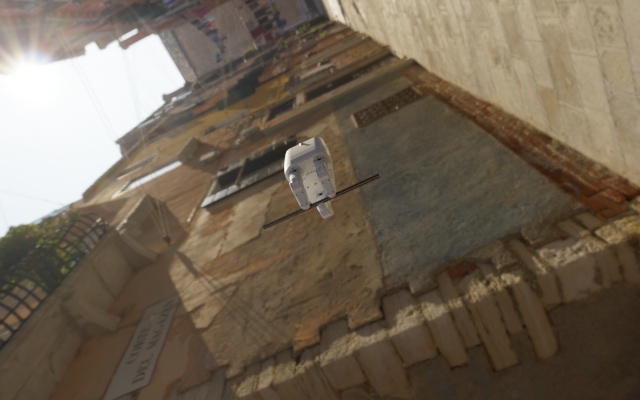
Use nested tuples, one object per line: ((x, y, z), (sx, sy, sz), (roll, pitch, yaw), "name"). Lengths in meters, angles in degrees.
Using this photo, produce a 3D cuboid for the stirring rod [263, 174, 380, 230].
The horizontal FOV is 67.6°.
((0.000, 0.003, 0.898), (0.239, 0.011, 0.011), (-24, -3, 7), "stirring rod")
